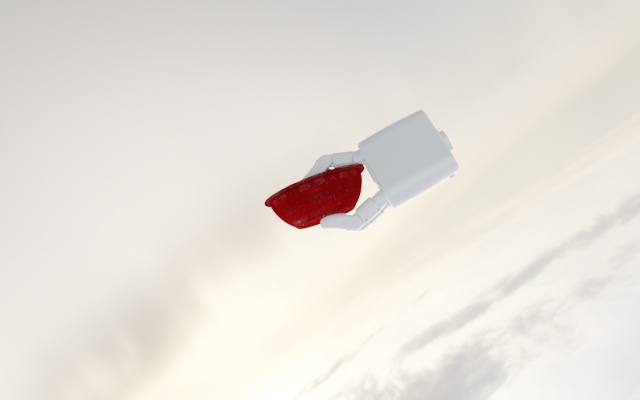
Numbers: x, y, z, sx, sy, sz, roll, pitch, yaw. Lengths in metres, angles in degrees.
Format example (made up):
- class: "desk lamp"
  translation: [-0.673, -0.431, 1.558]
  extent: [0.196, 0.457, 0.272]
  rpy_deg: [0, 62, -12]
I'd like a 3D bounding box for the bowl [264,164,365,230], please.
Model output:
- class: "bowl"
  translation: [-0.001, 0.003, 0.717]
  extent: [0.162, 0.055, 0.162]
  rpy_deg: [-20, -8, -3]
